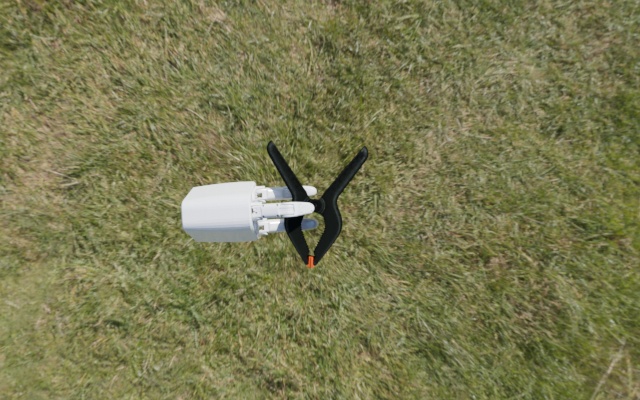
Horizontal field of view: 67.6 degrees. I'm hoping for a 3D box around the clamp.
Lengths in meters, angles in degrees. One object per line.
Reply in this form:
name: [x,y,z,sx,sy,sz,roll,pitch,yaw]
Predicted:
clamp: [0.000,0.003,0.775,0.164,0.210,0.036,-3,0,1]
